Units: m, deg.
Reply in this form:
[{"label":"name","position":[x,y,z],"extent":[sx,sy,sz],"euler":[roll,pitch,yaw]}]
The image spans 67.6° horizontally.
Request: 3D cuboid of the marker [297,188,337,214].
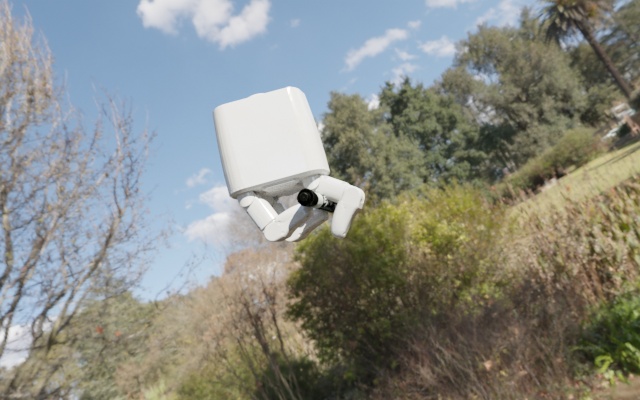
[{"label":"marker","position":[0.000,0.002,0.537],"extent":[0.020,0.020,0.121],"euler":[0,-5,17]}]
